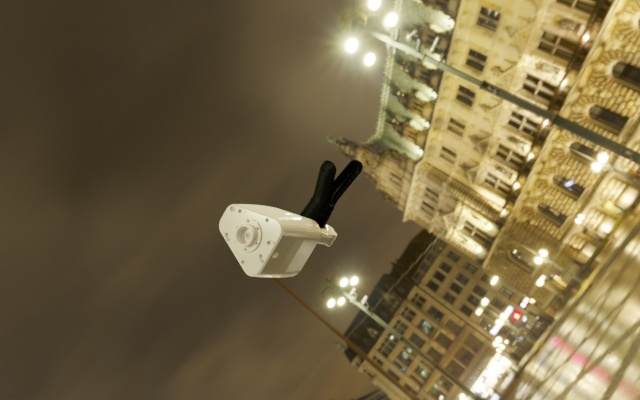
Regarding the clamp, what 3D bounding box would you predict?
[{"bbox_3d":[0.000,0.002,0.770,0.039,0.171,0.120,36,11,26],"label":"clamp"}]
